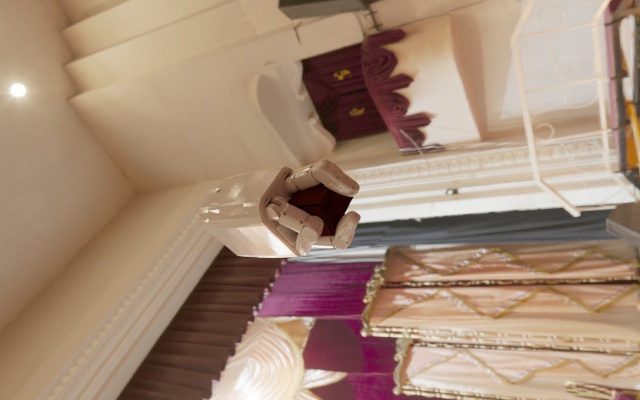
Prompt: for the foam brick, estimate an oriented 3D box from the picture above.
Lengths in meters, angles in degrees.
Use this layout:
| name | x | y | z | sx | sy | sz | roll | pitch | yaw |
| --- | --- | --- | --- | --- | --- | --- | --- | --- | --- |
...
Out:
| name | x | y | z | sx | sy | sz | roll | pitch | yaw |
| --- | --- | --- | --- | --- | --- | --- | --- | --- | --- |
| foam brick | 0.000 | 0.002 | 0.611 | 0.051 | 0.053 | 0.078 | -5 | 35 | 31 |
